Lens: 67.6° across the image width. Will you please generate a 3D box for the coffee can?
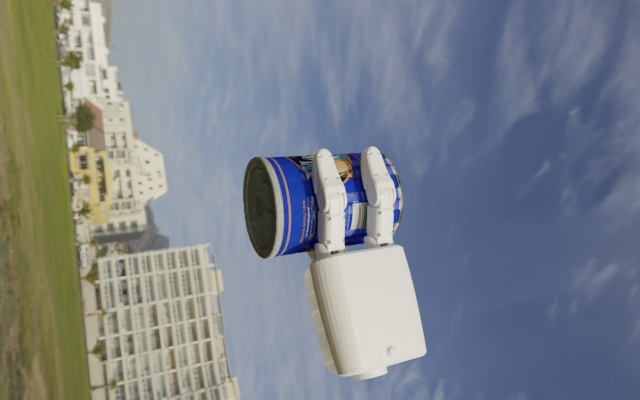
[{"bbox_3d":[0.000,0.002,0.507,0.140,0.103,0.103,-6,2,-26],"label":"coffee can"}]
